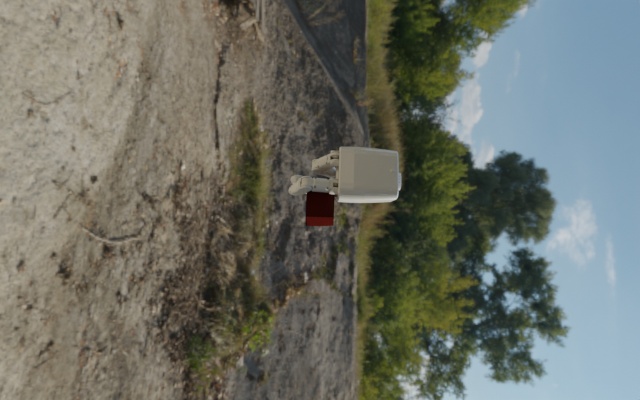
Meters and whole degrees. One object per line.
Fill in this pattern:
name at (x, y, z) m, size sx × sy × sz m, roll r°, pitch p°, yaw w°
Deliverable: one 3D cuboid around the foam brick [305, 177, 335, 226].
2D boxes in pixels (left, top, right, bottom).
foam brick at (0.000, 0.003, 0.865) m, size 0.051 × 0.078 × 0.053 m, roll 3°, pitch -20°, yaw 0°
